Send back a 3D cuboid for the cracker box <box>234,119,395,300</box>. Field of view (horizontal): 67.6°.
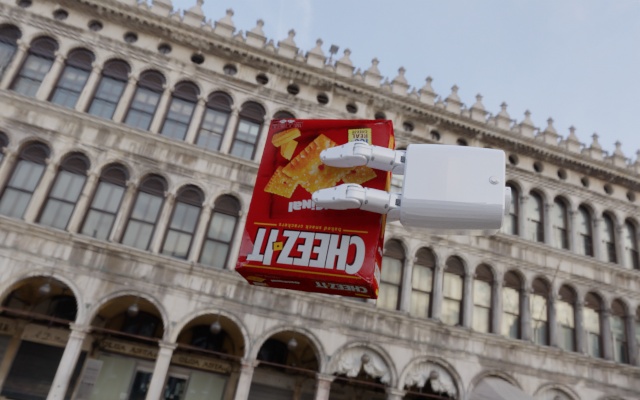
[{"bbox_3d":[0.000,0.002,0.592,0.164,0.213,0.072,4,-25,15],"label":"cracker box"}]
